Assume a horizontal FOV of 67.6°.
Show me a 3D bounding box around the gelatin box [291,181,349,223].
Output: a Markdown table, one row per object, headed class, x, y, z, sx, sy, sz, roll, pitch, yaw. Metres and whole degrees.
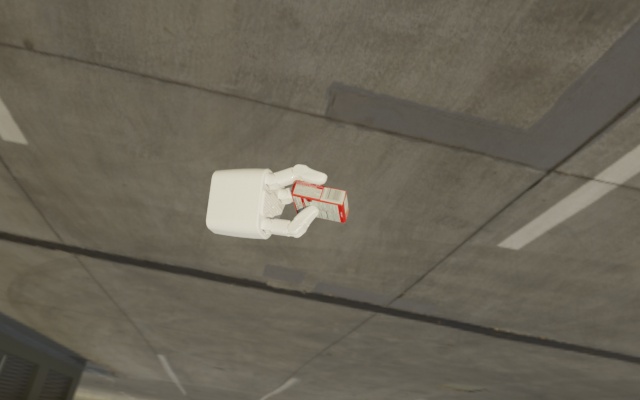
| class | x | y | z | sx | sy | sz | roll | pitch | yaw |
| --- | --- | --- | --- | --- | --- | --- | --- | --- | --- |
| gelatin box | 0.000 | 0.003 | 0.792 | 0.089 | 0.030 | 0.073 | 12 | -24 | 12 |
